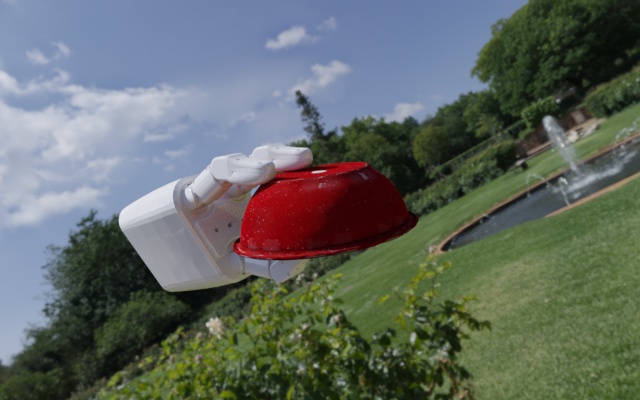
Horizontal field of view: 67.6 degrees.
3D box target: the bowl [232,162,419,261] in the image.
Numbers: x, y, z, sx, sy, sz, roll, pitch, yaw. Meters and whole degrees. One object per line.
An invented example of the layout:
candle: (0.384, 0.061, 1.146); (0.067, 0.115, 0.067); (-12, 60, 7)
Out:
bowl: (0.001, 0.001, 0.412); (0.162, 0.055, 0.162); (-8, 9, 1)
